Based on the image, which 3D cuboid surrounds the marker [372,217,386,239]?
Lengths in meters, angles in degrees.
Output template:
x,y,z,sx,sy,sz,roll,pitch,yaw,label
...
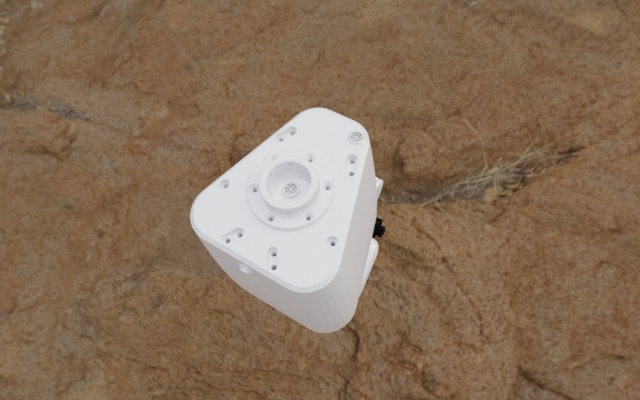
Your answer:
x,y,z,sx,sy,sz,roll,pitch,yaw,label
0.000,0.001,0.411,0.121,0.020,0.020,26,8,17,marker
